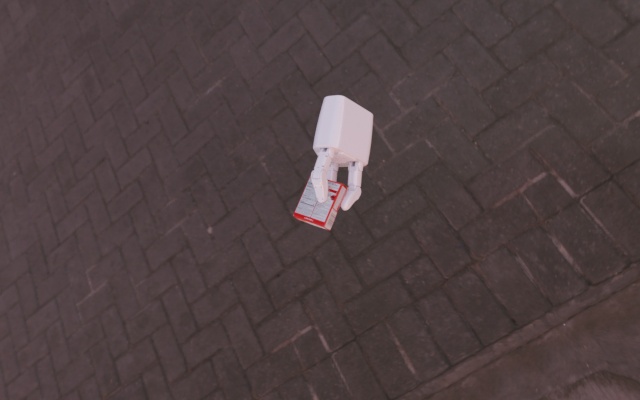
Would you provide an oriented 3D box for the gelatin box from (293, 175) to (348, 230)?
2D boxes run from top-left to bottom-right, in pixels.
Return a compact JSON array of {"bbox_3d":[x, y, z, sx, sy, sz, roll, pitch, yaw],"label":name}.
[{"bbox_3d":[0.000,0.003,0.892,0.073,0.089,0.030,17,-11,31],"label":"gelatin box"}]
